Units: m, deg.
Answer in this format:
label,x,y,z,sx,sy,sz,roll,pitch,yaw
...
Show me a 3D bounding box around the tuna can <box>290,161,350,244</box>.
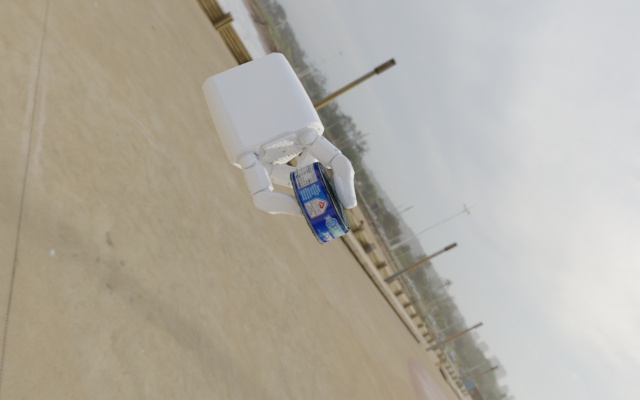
label,x,y,z,sx,sy,sz,roll,pitch,yaw
tuna can,0.001,0.002,0.516,0.034,0.086,0.086,-24,-3,7
